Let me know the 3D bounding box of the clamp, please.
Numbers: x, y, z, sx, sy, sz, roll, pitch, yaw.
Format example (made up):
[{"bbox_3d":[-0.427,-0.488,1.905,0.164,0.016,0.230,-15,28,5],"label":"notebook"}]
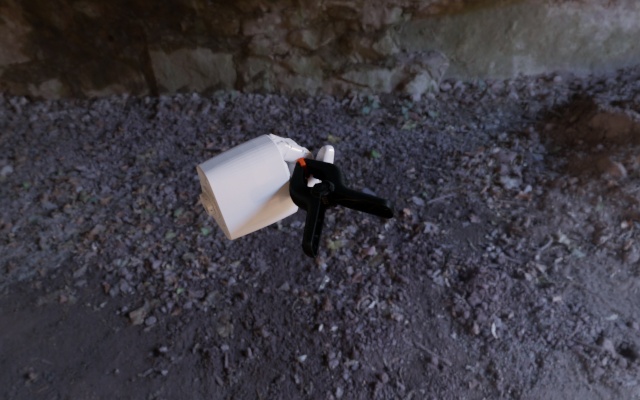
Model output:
[{"bbox_3d":[0.000,0.001,0.614,0.120,0.039,0.171,-28,40,-18],"label":"clamp"}]
